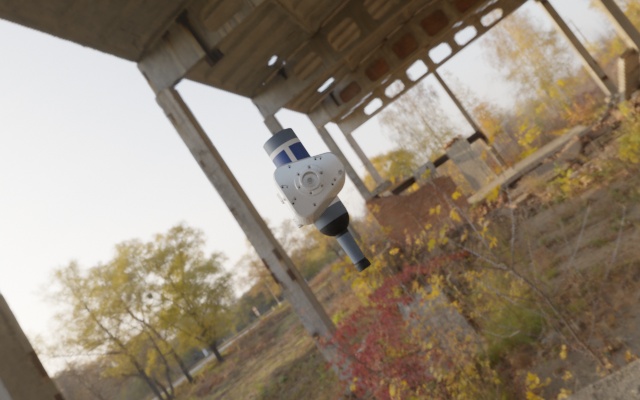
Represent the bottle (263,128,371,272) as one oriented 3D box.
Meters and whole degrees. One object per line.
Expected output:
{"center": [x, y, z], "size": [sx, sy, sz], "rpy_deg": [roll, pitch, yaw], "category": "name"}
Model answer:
{"center": [0.000, 0.003, 0.889], "size": [0.069, 0.295, 0.069], "rpy_deg": [-33, -6, -4], "category": "bottle"}
